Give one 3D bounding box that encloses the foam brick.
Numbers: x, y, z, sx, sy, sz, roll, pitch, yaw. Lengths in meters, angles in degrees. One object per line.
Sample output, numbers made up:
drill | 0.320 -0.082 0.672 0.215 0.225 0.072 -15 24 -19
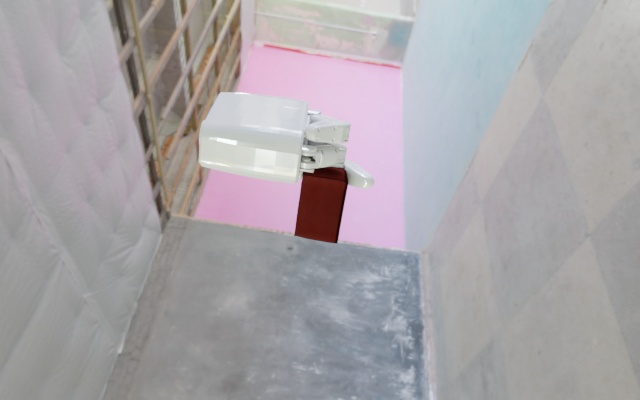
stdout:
foam brick | 0.000 0.002 0.557 0.051 0.078 0.053 8 19 -3
